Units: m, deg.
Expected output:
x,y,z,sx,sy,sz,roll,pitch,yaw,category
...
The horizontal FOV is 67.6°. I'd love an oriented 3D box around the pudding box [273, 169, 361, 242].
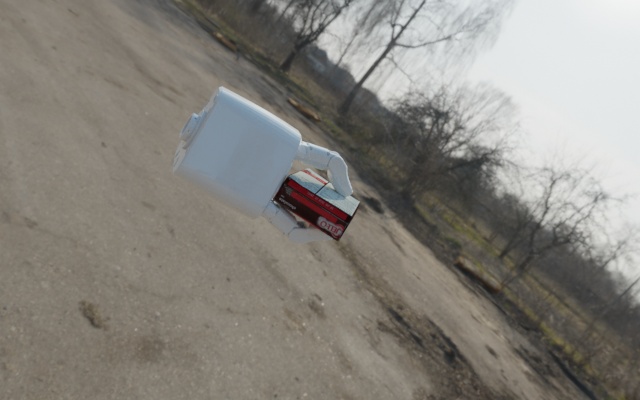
x,y,z,sx,sy,sz,roll,pitch,yaw,category
0.000,0.002,0.586,0.090,0.039,0.113,33,14,4,pudding box
